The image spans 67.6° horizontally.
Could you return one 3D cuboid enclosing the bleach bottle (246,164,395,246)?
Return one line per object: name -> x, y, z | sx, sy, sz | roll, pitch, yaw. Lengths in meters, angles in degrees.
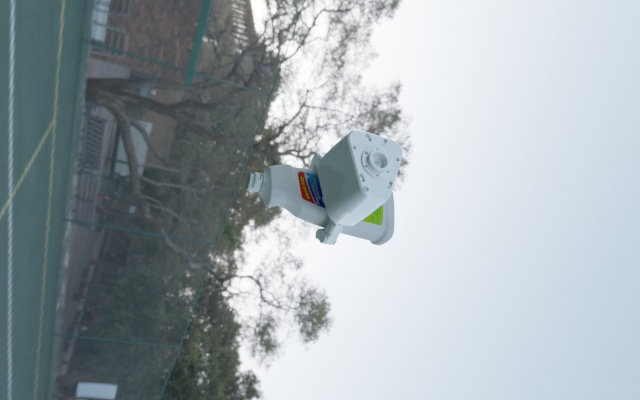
bleach bottle -> 0.000, 0.003, 0.793 | 0.251, 0.102, 0.068 | 13, -25, -20
